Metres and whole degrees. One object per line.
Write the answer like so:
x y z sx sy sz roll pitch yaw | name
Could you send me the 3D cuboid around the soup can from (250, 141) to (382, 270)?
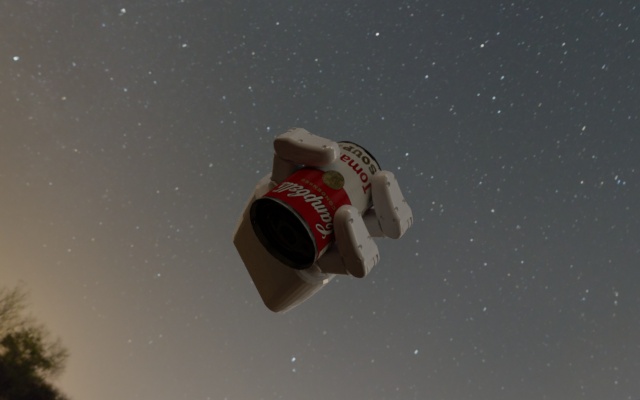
0.000 0.001 0.403 0.068 0.068 0.102 0 31 45 | soup can
